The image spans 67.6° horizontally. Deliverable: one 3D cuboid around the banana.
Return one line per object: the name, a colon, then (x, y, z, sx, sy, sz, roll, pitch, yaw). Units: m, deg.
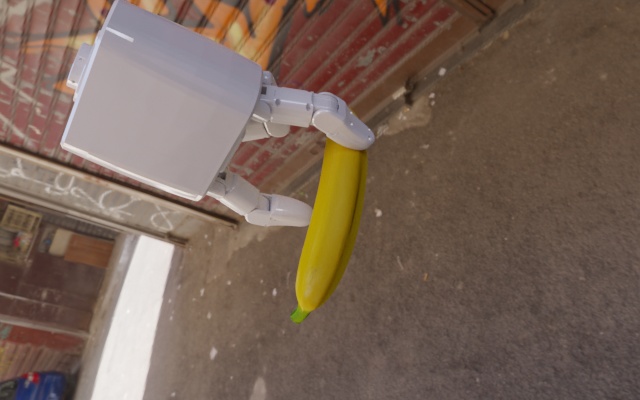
banana: (0.009, 0.003, 0.393, 0.037, 0.197, 0.069, 21, -15, -26)
